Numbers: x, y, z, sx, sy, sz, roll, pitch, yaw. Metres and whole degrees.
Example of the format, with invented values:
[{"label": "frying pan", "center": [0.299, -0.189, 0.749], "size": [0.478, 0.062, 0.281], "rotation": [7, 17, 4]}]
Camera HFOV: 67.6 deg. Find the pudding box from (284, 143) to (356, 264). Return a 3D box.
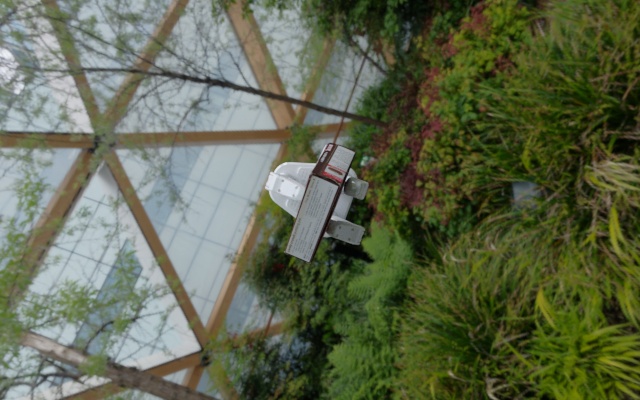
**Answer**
[{"label": "pudding box", "center": [0.000, 0.002, 0.545], "size": [0.039, 0.114, 0.090], "rotation": [20, 32, 3]}]
